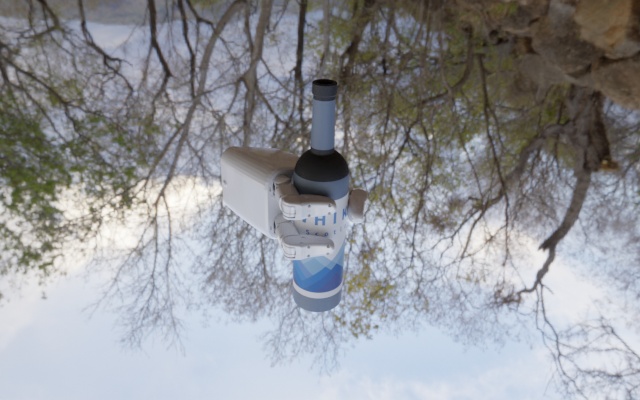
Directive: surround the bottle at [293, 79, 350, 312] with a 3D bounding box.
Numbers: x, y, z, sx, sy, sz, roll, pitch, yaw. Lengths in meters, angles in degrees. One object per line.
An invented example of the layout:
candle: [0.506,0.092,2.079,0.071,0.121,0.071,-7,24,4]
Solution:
bottle: [0.000,0.002,0.583,0.069,0.296,0.069,2,29,-1]
